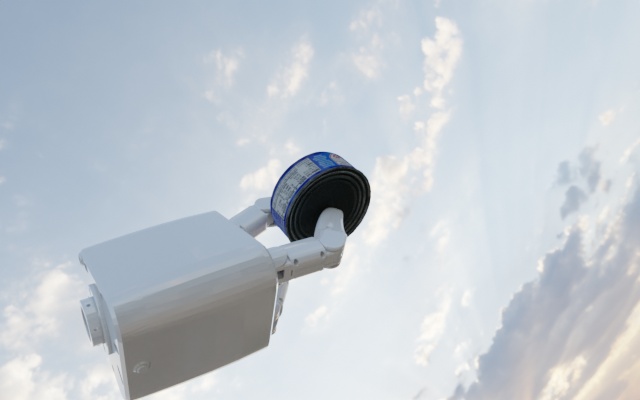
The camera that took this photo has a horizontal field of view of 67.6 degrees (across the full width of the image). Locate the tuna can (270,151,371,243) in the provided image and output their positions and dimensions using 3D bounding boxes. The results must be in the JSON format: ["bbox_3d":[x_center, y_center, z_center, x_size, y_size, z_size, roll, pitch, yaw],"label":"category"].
[{"bbox_3d":[0.000,0.001,0.417,0.086,0.086,0.033,0,31,-38],"label":"tuna can"}]
